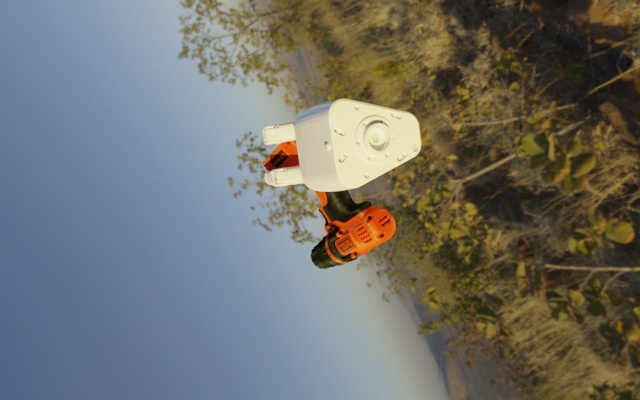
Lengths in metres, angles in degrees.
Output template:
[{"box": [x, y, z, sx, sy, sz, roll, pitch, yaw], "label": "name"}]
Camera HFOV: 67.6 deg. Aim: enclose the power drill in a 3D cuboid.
[{"box": [0.000, 0.002, 0.665, 0.057, 0.187, 0.184, -35, -1, -37], "label": "power drill"}]
